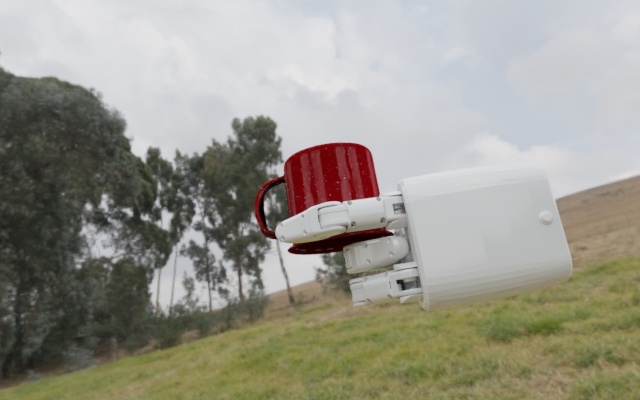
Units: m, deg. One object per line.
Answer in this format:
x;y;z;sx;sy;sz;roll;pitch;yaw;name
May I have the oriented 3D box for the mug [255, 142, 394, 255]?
-0.001;0.001;0.423;0.117;0.081;0.093;-8;-13;-1;mug
